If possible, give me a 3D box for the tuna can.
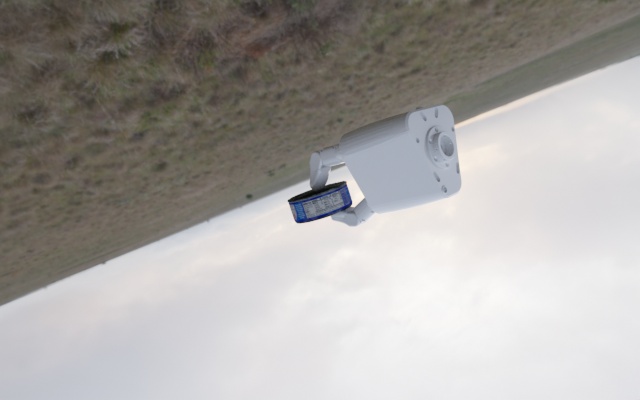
[{"bbox_3d":[0.000,0.003,0.654,0.086,0.034,0.086,-18,7,2],"label":"tuna can"}]
